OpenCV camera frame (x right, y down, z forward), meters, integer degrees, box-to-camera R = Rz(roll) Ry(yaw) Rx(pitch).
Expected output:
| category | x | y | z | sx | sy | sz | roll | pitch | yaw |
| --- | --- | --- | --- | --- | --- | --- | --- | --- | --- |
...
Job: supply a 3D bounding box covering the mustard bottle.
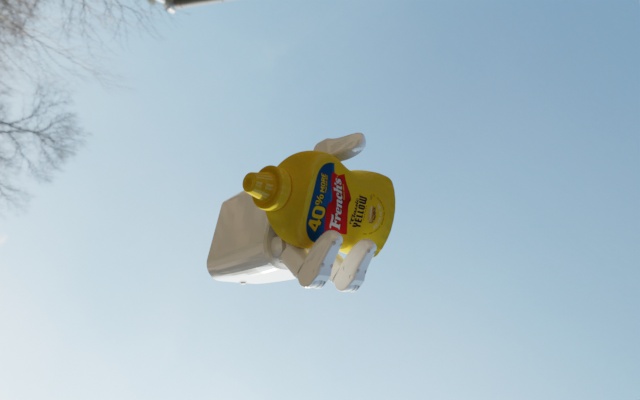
| category | x | y | z | sx | sy | sz | roll | pitch | yaw |
| --- | --- | --- | --- | --- | --- | --- | --- | --- | --- |
| mustard bottle | 0.001 | 0.002 | 0.481 | 0.058 | 0.096 | 0.192 | 13 | -2 | 43 |
